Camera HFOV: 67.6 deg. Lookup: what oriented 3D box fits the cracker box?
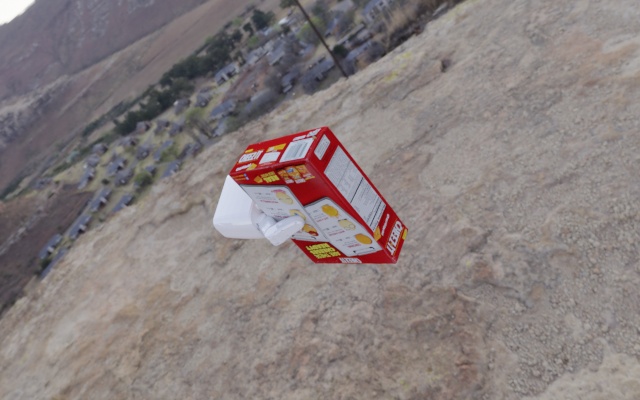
[{"bbox_3d":[0.000,0.002,0.678,0.164,0.072,0.214,-7,-45,44],"label":"cracker box"}]
